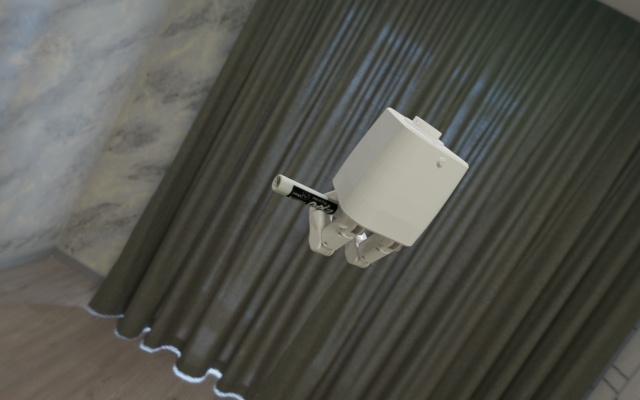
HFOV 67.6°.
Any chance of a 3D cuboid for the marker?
[{"bbox_3d":[0.000,0.002,0.535,0.121,0.020,0.020,24,-14,-33],"label":"marker"}]
